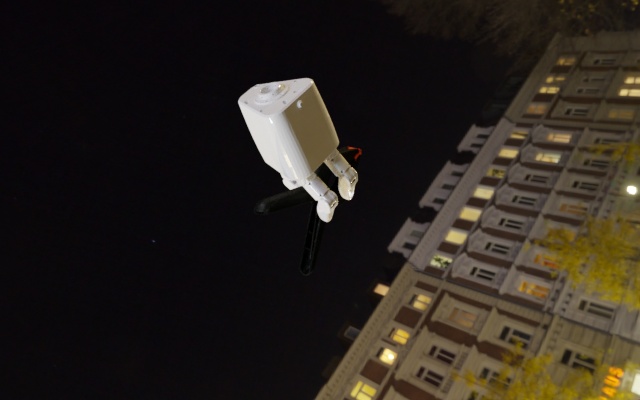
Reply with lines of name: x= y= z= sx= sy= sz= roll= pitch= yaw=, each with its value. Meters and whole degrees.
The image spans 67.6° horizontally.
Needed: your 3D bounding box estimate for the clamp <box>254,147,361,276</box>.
clamp: x=0.000 y=0.002 z=0.734 sx=0.036 sy=0.165 sz=0.210 roll=17 pitch=53 yaw=39
